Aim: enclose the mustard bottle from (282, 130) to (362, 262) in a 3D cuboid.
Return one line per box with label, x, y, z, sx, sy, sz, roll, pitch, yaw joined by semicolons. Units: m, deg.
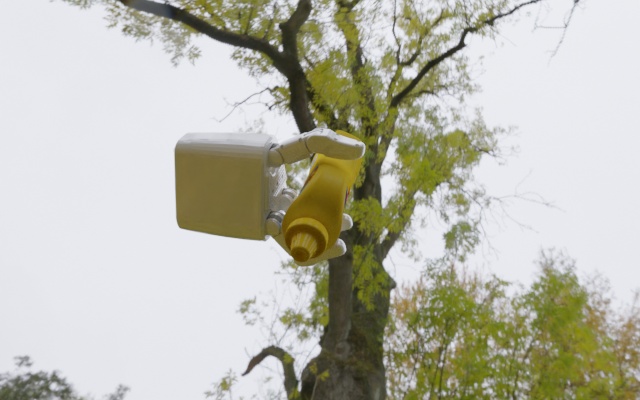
mustard bottle;0.000;0.002;0.511;0.058;0.096;0.191;26;32;-2
